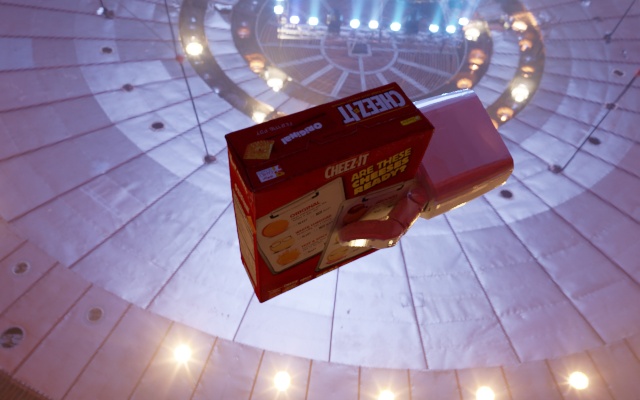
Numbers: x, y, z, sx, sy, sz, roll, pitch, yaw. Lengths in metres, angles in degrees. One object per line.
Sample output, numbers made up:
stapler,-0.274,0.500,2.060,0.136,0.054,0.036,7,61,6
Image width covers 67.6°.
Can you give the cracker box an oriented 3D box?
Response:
cracker box,0.000,0.002,0.467,0.164,0.072,0.214,-21,-30,-18
